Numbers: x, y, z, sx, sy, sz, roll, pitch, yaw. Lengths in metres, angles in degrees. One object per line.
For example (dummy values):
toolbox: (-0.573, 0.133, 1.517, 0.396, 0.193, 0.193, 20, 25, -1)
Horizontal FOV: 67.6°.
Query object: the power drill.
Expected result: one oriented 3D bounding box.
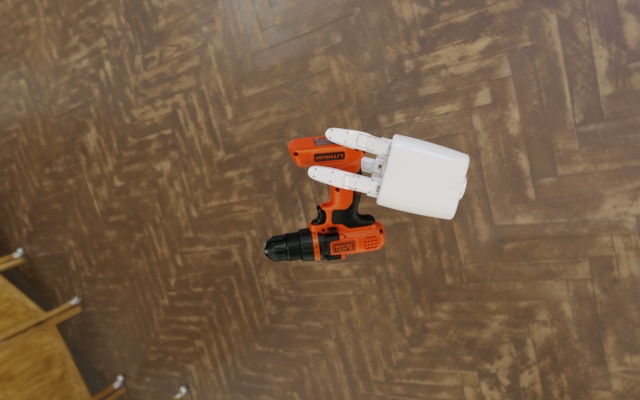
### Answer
power drill: (0.000, 0.002, 0.698, 0.184, 0.188, 0.057, -8, 27, -6)
